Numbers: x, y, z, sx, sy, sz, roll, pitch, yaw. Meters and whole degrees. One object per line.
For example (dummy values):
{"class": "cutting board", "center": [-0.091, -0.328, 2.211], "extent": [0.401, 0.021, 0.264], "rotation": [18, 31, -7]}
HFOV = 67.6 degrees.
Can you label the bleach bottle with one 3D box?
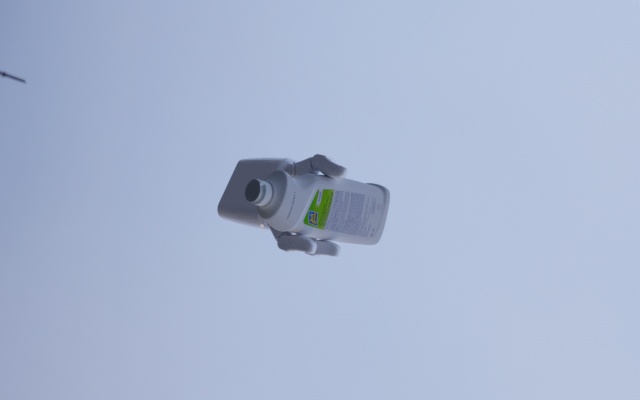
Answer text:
{"class": "bleach bottle", "center": [0.000, 0.002, 0.671], "extent": [0.068, 0.102, 0.251], "rotation": [8, -5, 42]}
